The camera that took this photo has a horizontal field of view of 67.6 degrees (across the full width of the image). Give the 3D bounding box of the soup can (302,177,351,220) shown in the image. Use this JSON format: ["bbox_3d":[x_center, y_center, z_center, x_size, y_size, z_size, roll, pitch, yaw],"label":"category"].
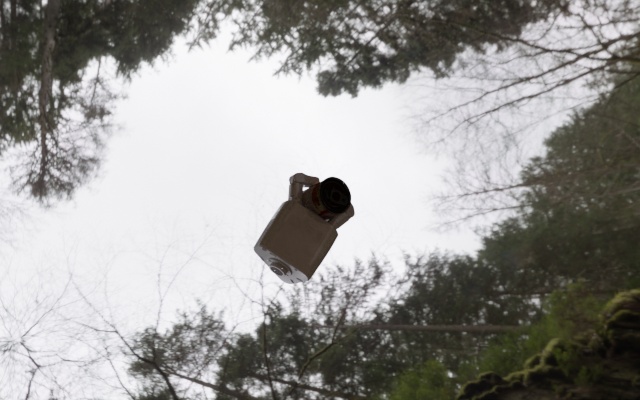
[{"bbox_3d":[0.000,0.002,0.873,0.068,0.068,0.102,0,-14,-33],"label":"soup can"}]
